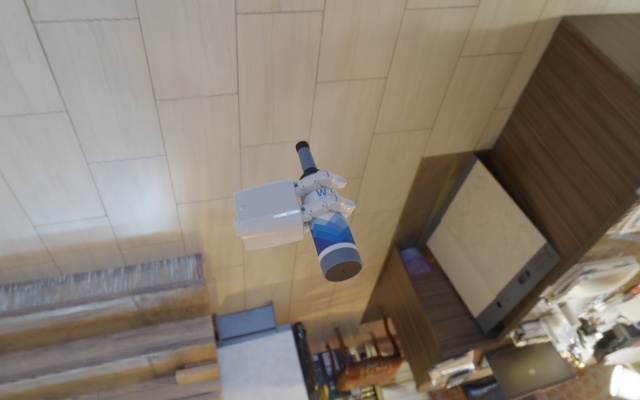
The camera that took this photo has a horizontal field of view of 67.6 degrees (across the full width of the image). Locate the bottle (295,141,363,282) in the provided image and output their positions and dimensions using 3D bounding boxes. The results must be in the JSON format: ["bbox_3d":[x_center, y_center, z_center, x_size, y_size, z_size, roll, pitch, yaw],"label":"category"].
[{"bbox_3d":[0.000,0.003,0.858,0.069,0.295,0.069,-12,-37,-9],"label":"bottle"}]
